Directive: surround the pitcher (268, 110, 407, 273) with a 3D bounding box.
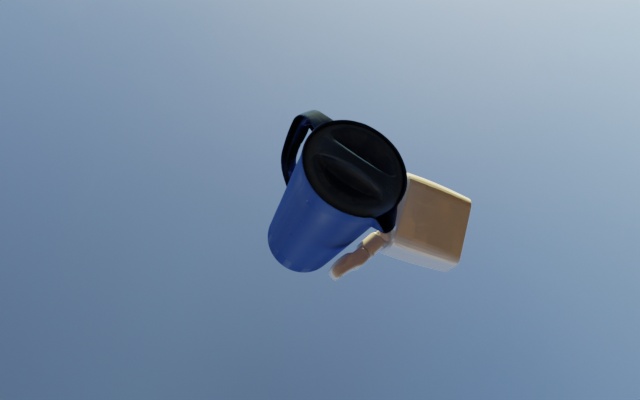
[{"bbox_3d":[0.000,0.002,0.654,0.145,0.149,0.243,17,-31,-12],"label":"pitcher"}]
